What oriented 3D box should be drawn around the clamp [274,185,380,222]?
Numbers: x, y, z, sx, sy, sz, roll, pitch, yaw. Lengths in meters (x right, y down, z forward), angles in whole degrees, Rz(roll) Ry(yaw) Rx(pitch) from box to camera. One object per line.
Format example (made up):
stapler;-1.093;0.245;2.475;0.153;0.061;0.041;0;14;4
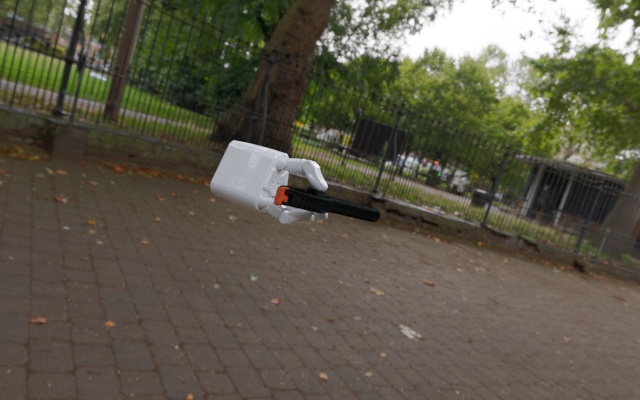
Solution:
clamp;0.000;0.002;0.797;0.164;0.036;0.210;17;5;24
